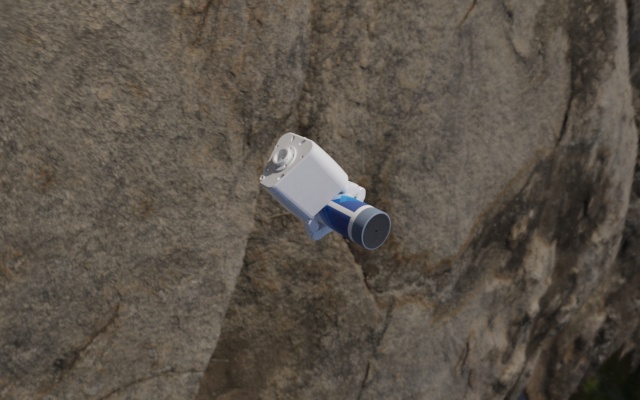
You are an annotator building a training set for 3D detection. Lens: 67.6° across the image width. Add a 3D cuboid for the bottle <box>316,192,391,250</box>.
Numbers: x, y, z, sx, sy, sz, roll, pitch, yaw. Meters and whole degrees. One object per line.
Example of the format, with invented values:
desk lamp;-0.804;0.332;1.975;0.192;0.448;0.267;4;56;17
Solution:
bottle;0.000;0.003;0.881;0.069;0.069;0.295;0;19;-41
